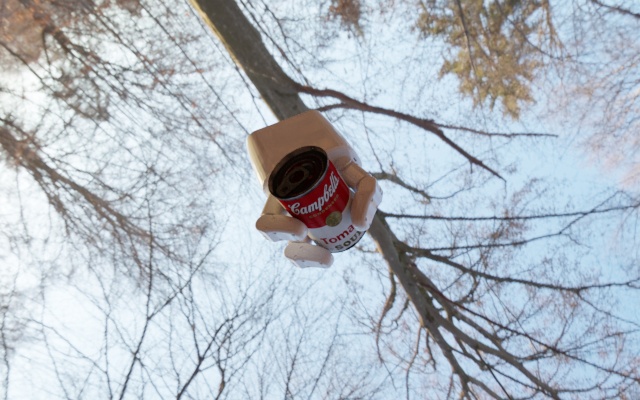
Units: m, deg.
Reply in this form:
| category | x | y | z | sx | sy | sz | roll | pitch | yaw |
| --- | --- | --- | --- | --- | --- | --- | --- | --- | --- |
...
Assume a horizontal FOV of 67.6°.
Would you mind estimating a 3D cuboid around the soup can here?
| category | x | y | z | sx | sy | sz | roll | pitch | yaw |
| --- | --- | --- | --- | --- | --- | --- | --- | --- | --- |
| soup can | 0.000 | 0.002 | 0.500 | 0.068 | 0.068 | 0.102 | 0 | -37 | 35 |
